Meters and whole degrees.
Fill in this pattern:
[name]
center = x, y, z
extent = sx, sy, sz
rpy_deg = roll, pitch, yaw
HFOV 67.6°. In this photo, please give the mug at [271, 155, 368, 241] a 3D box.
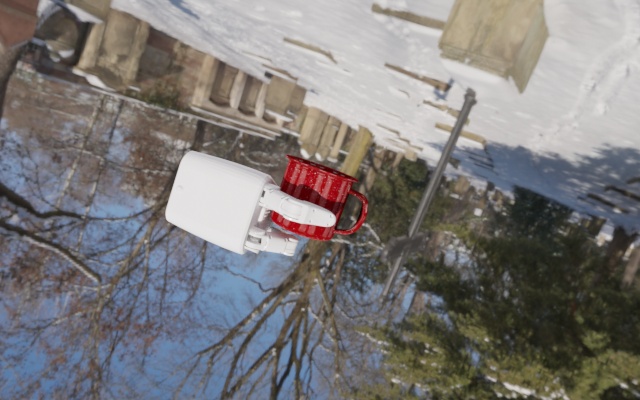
[mug]
center = 0.001, 0.003, 0.579
extent = 0.117, 0.081, 0.093
rpy_deg = 21, 7, 12
